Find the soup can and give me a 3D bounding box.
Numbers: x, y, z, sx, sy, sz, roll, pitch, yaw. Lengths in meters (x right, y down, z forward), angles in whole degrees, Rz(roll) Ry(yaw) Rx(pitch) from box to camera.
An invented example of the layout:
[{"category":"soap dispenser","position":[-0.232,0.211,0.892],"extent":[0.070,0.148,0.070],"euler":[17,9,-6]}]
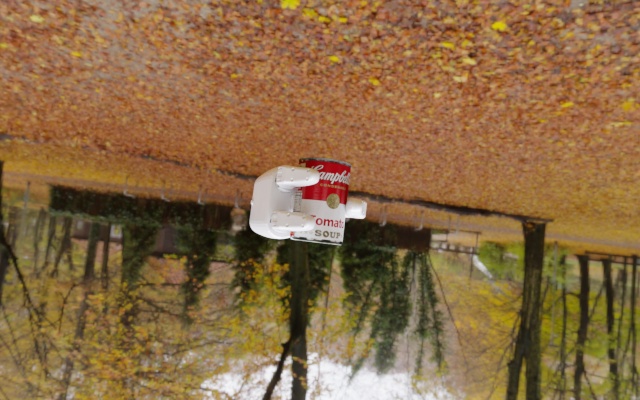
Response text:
[{"category":"soup can","position":[0.000,0.002,0.602],"extent":[0.068,0.102,0.068],"euler":[7,-5,1]}]
